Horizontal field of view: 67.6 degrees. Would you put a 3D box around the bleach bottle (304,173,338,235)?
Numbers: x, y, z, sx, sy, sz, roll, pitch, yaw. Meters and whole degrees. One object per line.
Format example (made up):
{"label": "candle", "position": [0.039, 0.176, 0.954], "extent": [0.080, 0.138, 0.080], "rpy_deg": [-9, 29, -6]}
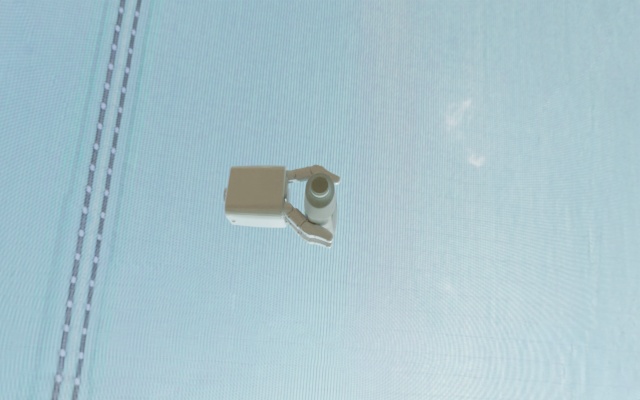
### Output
{"label": "bleach bottle", "position": [0.000, 0.003, 0.881], "extent": [0.068, 0.102, 0.251], "rpy_deg": [2, -17, 1]}
